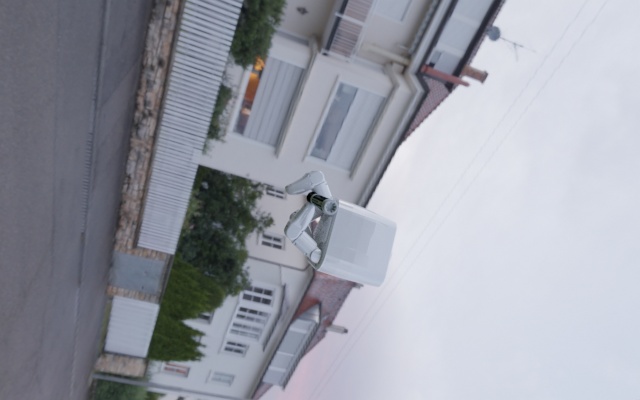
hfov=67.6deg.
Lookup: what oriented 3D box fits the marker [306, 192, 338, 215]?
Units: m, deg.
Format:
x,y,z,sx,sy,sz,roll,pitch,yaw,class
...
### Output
x,y,z,sx,sy,sz,roll,pitch,yaw,class
0.000,0.002,0.659,0.020,0.020,0.121,0,6,-13,marker
